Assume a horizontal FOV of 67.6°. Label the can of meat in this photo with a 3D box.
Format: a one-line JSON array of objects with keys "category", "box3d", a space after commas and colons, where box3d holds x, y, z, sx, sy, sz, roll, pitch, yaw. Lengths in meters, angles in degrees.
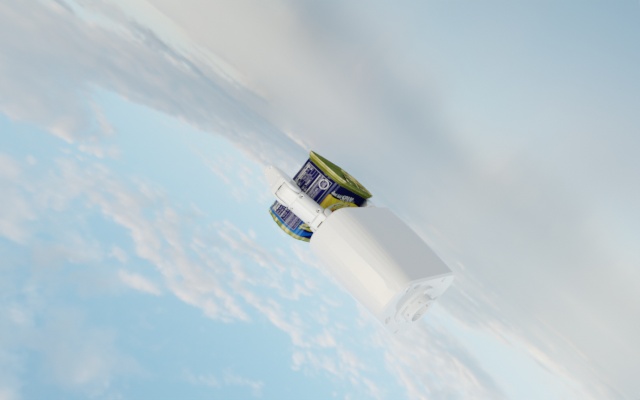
[{"category": "can of meat", "box3d": [0.000, 0.002, 0.545, 0.057, 0.084, 0.102, 45, 11, 30]}]
